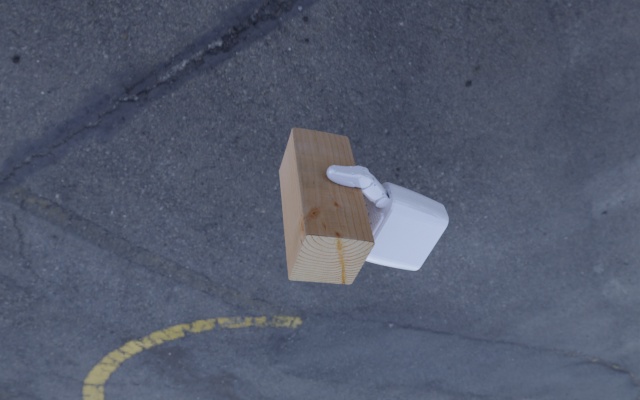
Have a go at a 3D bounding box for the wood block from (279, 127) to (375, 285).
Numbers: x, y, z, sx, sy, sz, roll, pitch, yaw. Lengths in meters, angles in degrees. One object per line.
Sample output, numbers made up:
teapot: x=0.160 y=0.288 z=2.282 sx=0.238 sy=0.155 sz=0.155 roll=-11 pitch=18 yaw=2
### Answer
wood block: x=0.001 y=0.002 z=0.659 sx=0.090 sy=0.206 sz=0.091 roll=8 pitch=-47 yaw=-17
